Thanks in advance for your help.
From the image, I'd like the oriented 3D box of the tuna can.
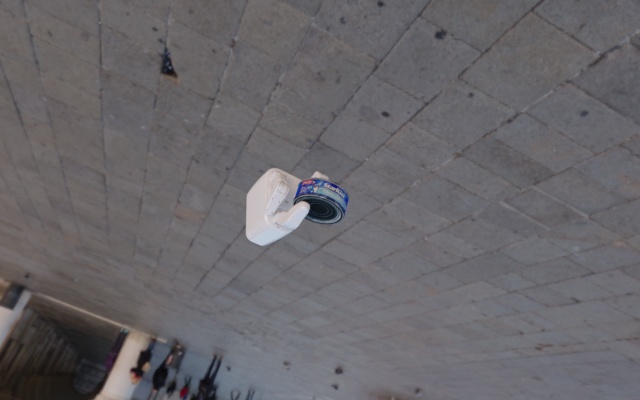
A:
[{"bbox_3d":[0.000,0.003,0.755,0.086,0.033,0.086,12,-32,8],"label":"tuna can"}]
